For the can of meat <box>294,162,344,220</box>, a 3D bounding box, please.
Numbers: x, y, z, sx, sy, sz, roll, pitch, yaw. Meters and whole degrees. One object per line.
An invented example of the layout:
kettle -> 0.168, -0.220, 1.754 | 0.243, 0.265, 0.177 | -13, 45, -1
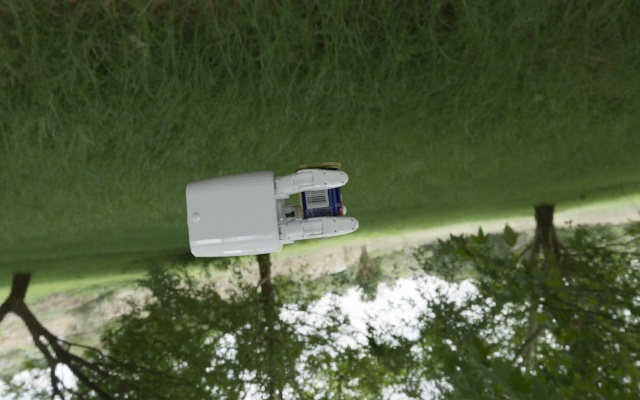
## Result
can of meat -> 0.000, 0.002, 0.610 | 0.057, 0.084, 0.102 | -6, -6, -1
